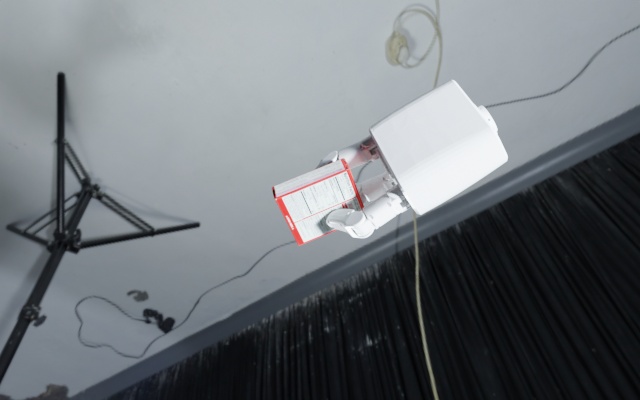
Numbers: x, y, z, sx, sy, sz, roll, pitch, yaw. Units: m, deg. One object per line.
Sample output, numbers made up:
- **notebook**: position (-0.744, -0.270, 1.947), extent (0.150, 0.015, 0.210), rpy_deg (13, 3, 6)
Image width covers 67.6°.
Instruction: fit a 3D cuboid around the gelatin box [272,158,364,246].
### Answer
- **gelatin box**: position (0.000, 0.002, 0.541), extent (0.089, 0.073, 0.030), rpy_deg (-23, 35, 2)
